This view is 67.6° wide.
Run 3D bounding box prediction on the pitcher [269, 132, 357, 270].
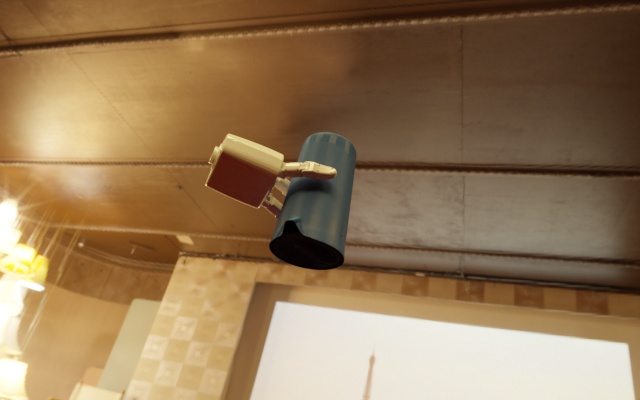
[{"bbox_3d":[0.000,0.003,0.892,0.145,0.242,0.149,21,-31,-14],"label":"pitcher"}]
